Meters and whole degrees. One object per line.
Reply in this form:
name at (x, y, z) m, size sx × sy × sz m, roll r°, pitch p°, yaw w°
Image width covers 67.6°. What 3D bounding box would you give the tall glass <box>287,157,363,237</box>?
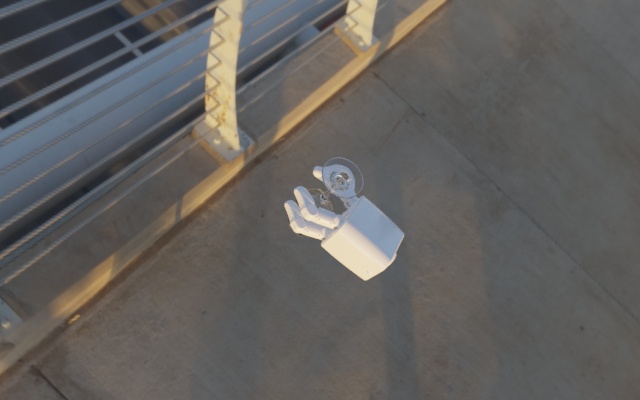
tall glass at (0.000, 0.002, 0.861) m, size 0.079 × 0.079 × 0.201 m, roll 0°, pitch -24°, yaw -24°
